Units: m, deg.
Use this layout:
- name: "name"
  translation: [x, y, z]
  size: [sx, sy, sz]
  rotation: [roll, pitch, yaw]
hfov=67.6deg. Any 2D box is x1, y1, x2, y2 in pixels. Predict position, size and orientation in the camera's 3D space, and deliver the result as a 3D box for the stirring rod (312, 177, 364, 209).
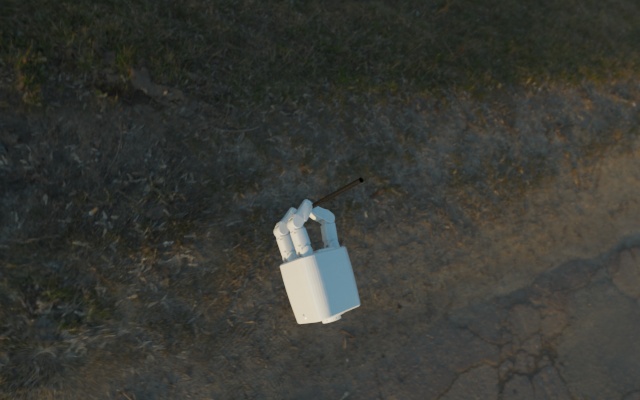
- name: "stirring rod"
  translation: [0.000, 0.003, 0.782]
  size: [0.011, 0.011, 0.239]
  rotation: [0, -15, -30]
